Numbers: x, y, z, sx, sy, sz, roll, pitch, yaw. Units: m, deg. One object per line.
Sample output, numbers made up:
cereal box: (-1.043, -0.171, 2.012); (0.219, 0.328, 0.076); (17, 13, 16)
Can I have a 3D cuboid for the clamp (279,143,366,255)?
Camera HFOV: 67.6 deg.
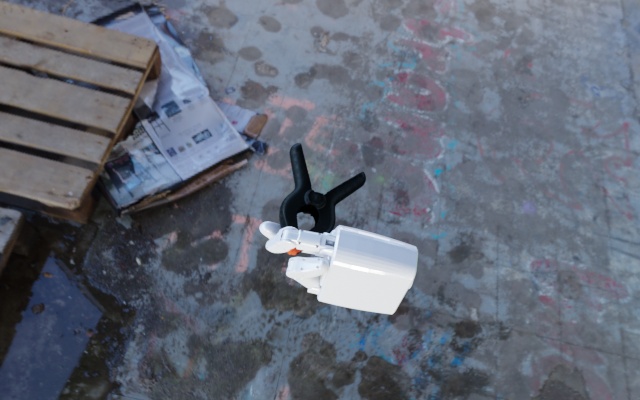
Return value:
clamp: (0.000, 0.002, 0.674); (0.120, 0.171, 0.039); (14, -29, -3)
